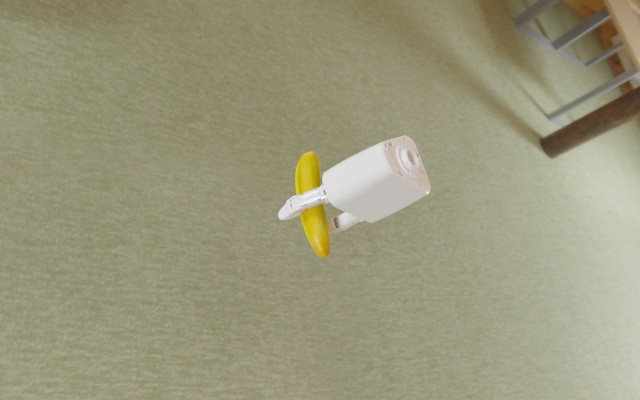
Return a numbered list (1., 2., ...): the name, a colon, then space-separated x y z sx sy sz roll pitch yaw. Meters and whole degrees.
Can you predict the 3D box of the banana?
1. banana: -0.011 -0.009 0.736 0.037 0.197 0.070 -24 -41 25
